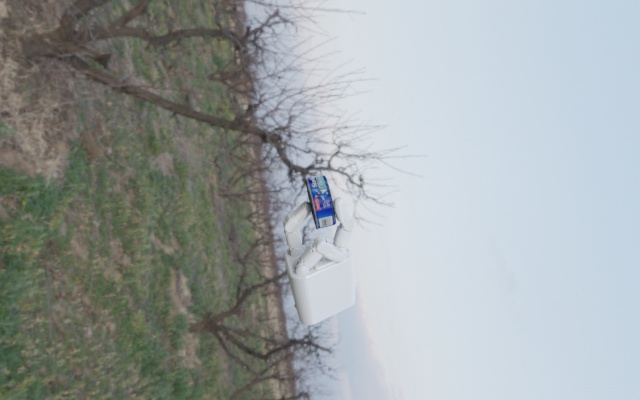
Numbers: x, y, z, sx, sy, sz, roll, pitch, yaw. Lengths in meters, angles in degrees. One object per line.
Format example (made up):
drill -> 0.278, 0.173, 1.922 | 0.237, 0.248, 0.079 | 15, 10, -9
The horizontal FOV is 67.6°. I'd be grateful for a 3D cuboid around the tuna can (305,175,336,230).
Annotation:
tuna can -> 0.001, 0.002, 0.784 | 0.034, 0.086, 0.086 | -13, 1, -4
